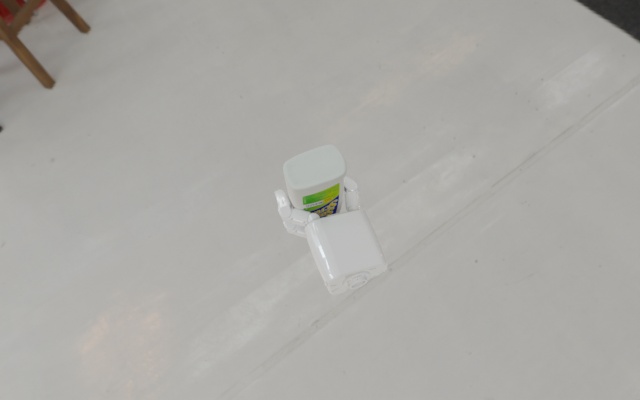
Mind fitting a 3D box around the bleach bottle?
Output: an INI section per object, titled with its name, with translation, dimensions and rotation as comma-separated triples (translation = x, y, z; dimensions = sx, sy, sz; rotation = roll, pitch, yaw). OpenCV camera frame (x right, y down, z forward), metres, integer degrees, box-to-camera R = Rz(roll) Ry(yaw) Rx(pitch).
[bleach bottle]
translation = 0.000, 0.003, 0.858
dimensions = 0.102, 0.068, 0.251
rotation = -20, -27, -4
